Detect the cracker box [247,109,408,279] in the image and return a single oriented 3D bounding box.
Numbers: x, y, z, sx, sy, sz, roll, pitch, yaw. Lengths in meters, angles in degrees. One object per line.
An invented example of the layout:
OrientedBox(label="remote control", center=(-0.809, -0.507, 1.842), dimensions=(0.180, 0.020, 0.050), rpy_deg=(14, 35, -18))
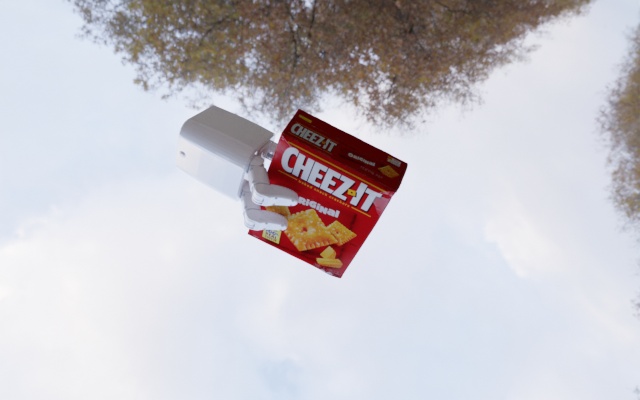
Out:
OrientedBox(label="cracker box", center=(0.000, 0.002, 0.677), dimensions=(0.164, 0.072, 0.214), rpy_deg=(26, -44, 1))
